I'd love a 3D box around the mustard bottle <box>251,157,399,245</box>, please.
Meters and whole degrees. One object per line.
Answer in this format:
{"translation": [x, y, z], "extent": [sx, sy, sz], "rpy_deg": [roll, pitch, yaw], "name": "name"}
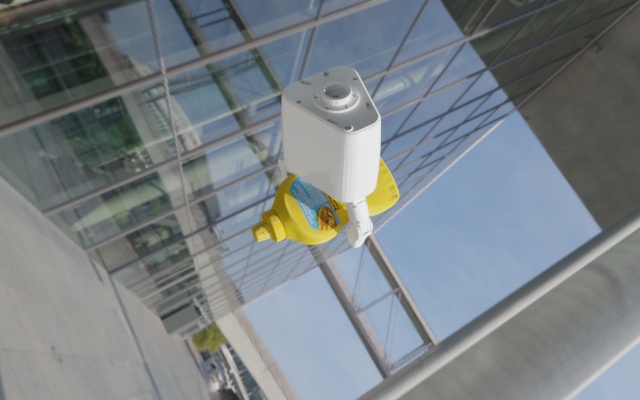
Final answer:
{"translation": [0.000, 0.002, 0.614], "extent": [0.191, 0.096, 0.058], "rpy_deg": [-27, -11, -19], "name": "mustard bottle"}
